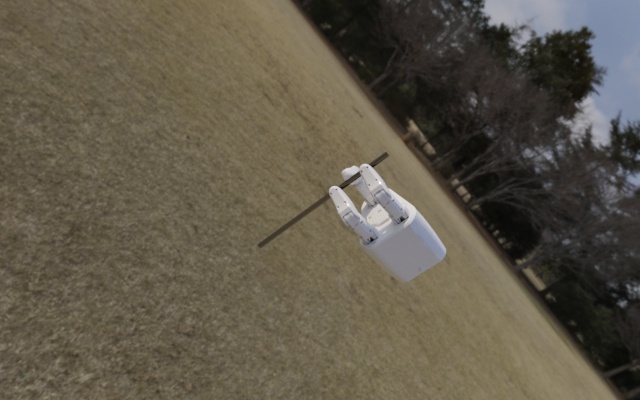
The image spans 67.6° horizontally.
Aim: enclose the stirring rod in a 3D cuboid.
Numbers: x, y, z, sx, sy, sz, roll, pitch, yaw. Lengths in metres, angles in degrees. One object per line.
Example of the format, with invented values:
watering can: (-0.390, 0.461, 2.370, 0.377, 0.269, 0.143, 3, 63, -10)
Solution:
stirring rod: (0.000, 0.002, 0.704, 0.239, 0.011, 0.011, -36, -11, 15)
